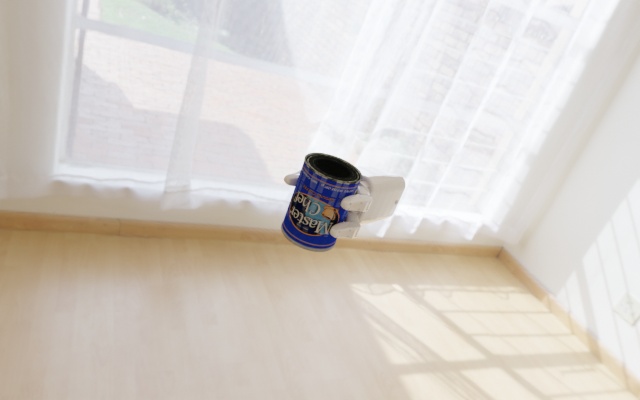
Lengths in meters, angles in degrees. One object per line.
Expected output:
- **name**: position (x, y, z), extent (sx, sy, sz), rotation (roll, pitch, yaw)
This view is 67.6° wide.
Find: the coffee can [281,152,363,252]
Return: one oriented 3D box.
- **coffee can**: position (0.000, 0.003, 0.824), extent (0.103, 0.140, 0.102), rotation (17, 26, -8)
